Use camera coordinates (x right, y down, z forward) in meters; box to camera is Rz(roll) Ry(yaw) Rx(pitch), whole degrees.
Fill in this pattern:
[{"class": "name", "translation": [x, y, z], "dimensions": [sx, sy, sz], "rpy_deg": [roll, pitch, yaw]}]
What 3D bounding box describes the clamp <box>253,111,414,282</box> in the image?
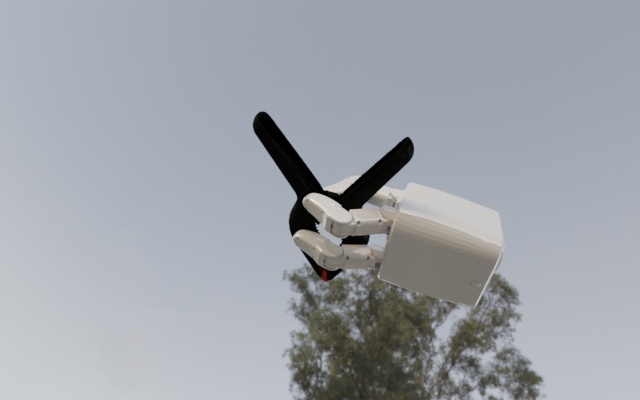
[{"class": "clamp", "translation": [0.001, 0.002, 0.521], "dimensions": [0.164, 0.210, 0.036], "rpy_deg": [19, 40, 13]}]
